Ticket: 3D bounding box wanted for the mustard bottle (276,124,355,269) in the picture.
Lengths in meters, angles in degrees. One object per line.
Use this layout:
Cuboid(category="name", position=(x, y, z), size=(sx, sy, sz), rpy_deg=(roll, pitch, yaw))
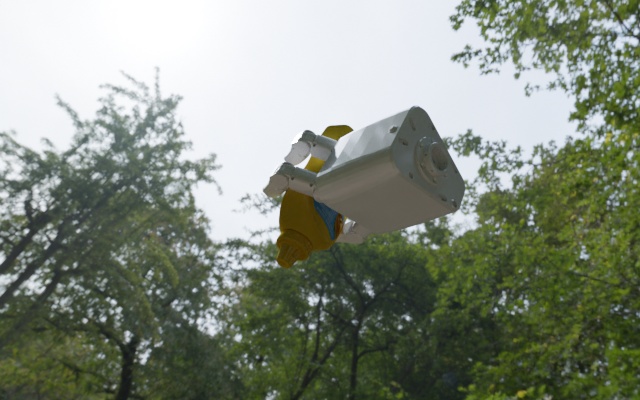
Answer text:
Cuboid(category="mustard bottle", position=(0.000, 0.002, 0.574), size=(0.058, 0.191, 0.096), rpy_deg=(4, -43, 32))
